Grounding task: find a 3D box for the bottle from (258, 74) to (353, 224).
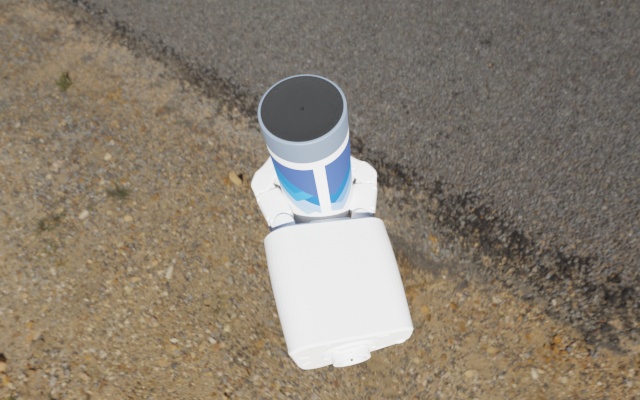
[{"bbox_3d":[0.000,0.001,0.479,0.069,0.069,0.296,0,-28,6],"label":"bottle"}]
